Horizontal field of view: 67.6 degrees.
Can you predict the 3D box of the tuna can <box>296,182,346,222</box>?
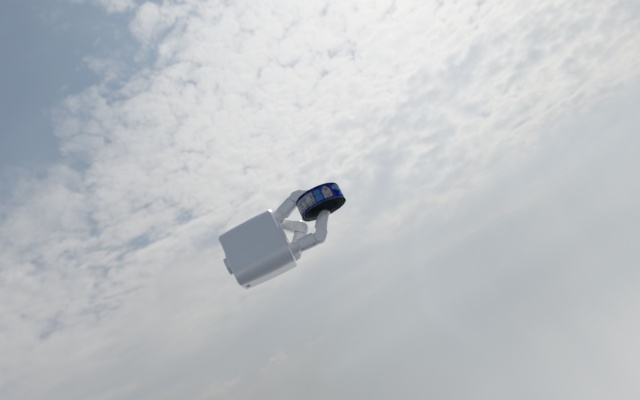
[{"bbox_3d":[0.000,0.002,0.852,0.086,0.033,0.086,-23,-18,-8],"label":"tuna can"}]
